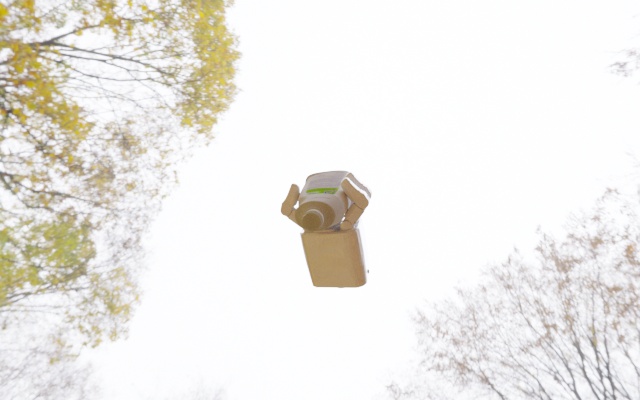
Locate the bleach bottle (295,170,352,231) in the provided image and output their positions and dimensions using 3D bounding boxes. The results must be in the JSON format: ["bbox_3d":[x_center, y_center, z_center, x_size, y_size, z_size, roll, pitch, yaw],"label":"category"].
[{"bbox_3d":[0.000,0.003,0.828,0.102,0.068,0.250,-8,12,12],"label":"bleach bottle"}]
